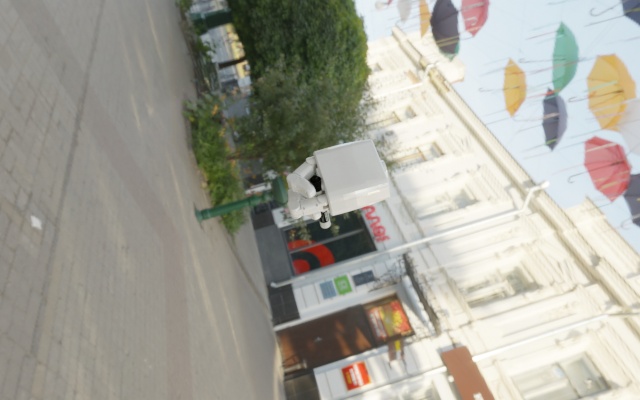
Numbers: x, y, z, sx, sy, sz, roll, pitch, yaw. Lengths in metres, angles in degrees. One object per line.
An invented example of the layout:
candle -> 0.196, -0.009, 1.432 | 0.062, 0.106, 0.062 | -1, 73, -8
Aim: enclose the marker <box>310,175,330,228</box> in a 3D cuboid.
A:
marker -> 0.000, 0.003, 0.823 | 0.020, 0.020, 0.121 | 0, -43, 12
